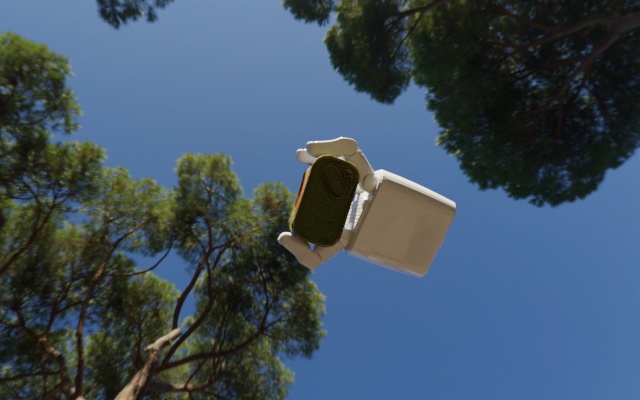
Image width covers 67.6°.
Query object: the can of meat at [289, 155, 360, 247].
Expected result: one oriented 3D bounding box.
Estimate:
[{"bbox_3d":[0.000,0.002,0.579,0.057,0.102,0.084,19,-5,-9],"label":"can of meat"}]
